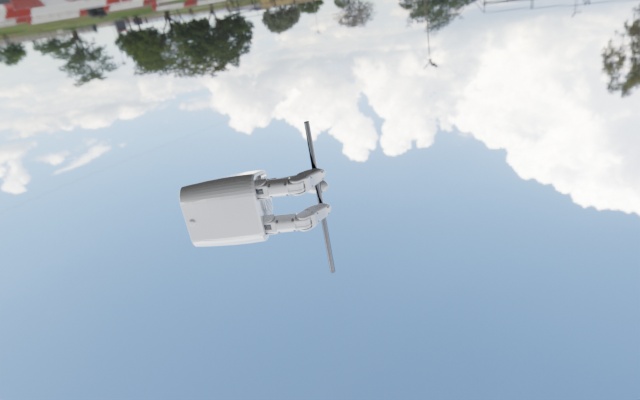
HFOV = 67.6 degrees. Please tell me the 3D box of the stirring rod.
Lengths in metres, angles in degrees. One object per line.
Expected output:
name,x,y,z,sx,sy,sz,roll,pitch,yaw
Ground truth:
stirring rod,0.000,0.002,0.691,0.011,0.240,0.011,-8,24,4
